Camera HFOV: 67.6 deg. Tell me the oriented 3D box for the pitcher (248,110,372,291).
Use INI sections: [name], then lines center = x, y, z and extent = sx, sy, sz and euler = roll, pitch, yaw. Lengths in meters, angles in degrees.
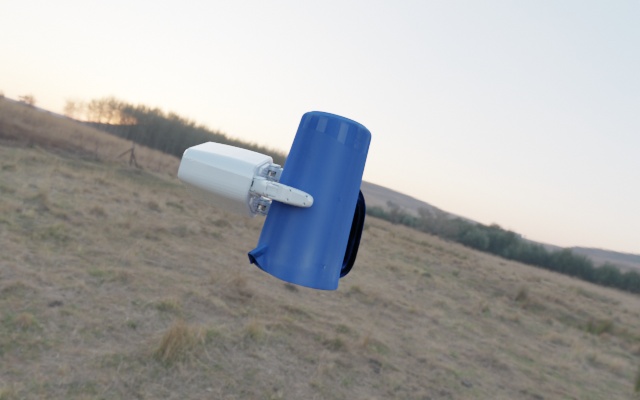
[pitcher]
center = 0.000, 0.002, 0.703
extent = 0.145, 0.243, 0.149
euler = 16, -1, 7
